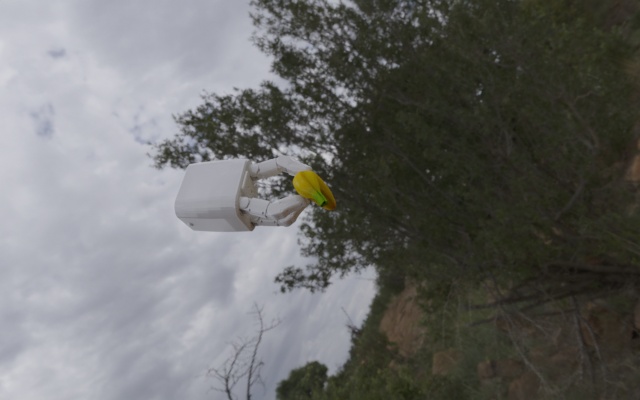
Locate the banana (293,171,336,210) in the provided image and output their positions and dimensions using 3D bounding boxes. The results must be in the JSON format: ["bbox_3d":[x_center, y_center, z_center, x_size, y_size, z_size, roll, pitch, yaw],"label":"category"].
[{"bbox_3d":[-0.010,-0.014,0.744,0.037,0.069,0.198,-31,-5,5],"label":"banana"}]
